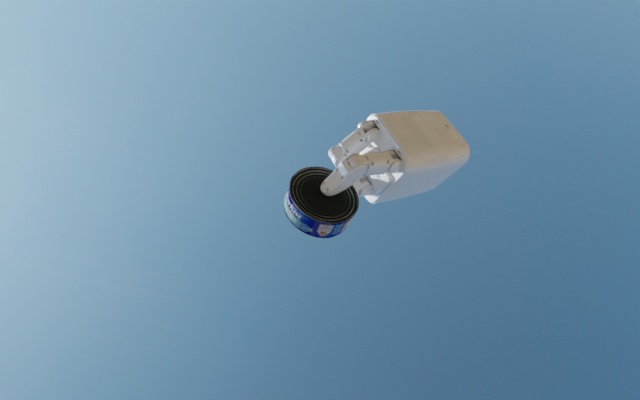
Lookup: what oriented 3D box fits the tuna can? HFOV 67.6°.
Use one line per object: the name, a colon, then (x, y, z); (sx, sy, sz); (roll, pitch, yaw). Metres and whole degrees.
tuna can: (0.000, 0.002, 0.568); (0.086, 0.086, 0.034); (0, -39, -23)
